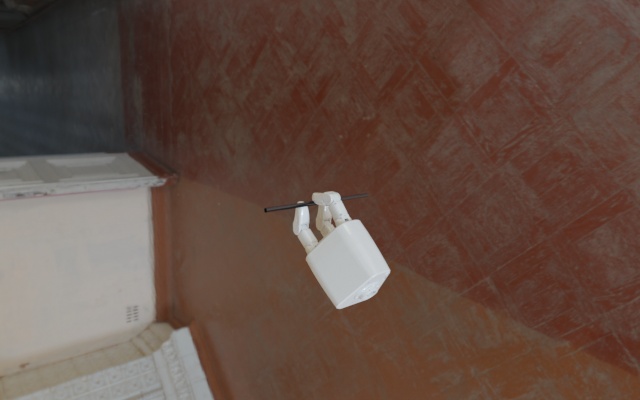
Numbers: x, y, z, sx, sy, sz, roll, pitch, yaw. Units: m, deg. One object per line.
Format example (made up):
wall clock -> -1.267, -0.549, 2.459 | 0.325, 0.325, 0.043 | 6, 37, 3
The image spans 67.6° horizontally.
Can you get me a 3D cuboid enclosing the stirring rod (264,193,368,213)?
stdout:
stirring rod -> 0.000, 0.003, 0.867 | 0.239, 0.011, 0.011 | -8, 5, -40
